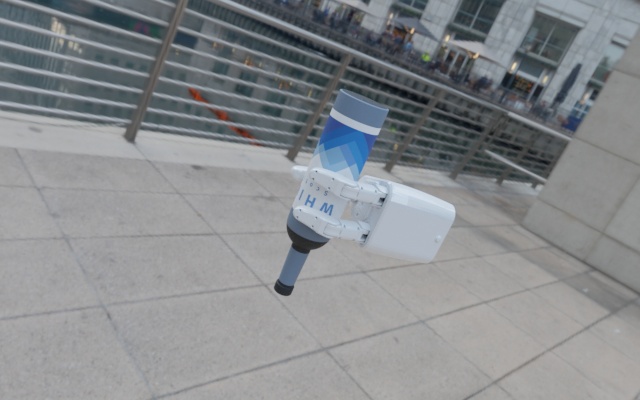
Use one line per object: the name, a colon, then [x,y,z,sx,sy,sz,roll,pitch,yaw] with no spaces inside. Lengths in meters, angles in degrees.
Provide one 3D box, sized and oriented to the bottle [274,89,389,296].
bottle: [0.000,0.002,0.642,0.069,0.296,0.069,21,19,-7]
